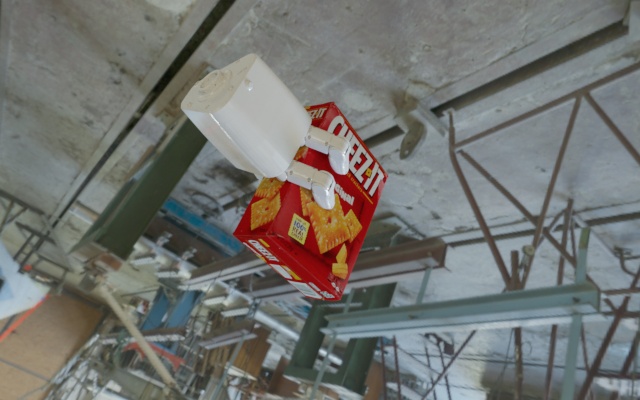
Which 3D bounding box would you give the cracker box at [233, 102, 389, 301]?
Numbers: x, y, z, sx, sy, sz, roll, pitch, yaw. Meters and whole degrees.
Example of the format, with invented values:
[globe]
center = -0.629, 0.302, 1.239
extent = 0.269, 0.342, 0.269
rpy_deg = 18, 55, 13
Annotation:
[cracker box]
center = 0.000, 0.002, 0.641
extent = 0.072, 0.213, 0.164
rpy_deg = -2, -37, 41
